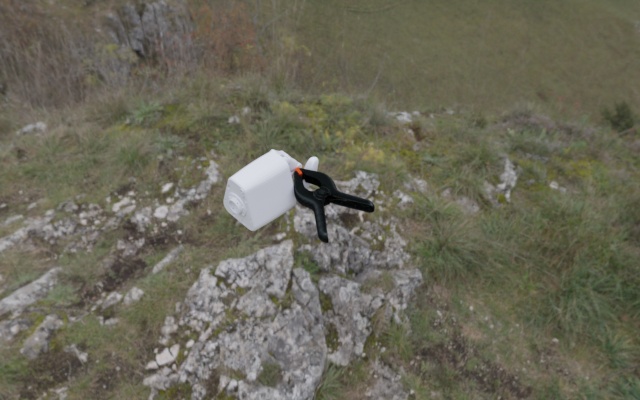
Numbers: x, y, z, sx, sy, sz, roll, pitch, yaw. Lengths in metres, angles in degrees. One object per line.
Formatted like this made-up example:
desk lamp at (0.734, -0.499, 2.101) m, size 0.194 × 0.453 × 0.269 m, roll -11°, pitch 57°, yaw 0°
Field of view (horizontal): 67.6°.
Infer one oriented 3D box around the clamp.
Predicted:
clamp at (0.000, 0.002, 0.879) m, size 0.171 × 0.039 × 0.120 m, roll 34°, pitch 54°, yaw 29°
